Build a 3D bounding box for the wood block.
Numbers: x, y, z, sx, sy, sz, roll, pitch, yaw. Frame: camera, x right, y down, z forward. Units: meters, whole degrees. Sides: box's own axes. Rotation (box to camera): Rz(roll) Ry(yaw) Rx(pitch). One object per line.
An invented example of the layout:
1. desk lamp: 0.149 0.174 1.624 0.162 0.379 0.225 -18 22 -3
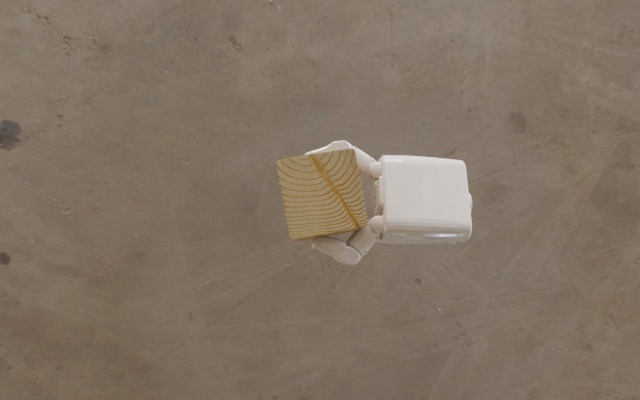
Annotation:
1. wood block: 0.000 0.002 0.620 0.090 0.091 0.206 -10 -6 -2
